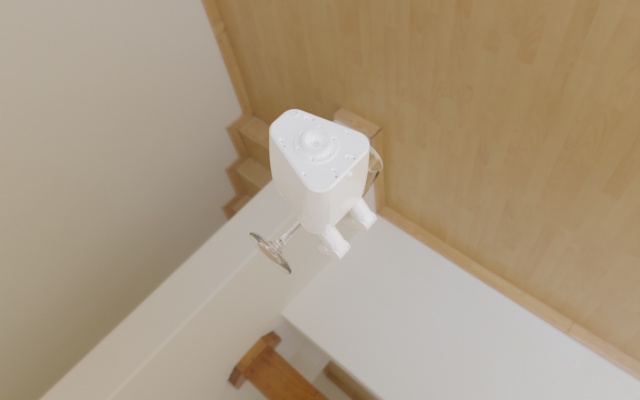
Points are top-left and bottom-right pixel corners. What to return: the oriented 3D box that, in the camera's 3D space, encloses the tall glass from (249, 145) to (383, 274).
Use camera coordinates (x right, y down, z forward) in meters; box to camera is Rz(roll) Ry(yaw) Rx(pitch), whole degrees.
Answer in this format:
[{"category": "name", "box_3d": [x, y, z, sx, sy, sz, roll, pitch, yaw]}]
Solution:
[{"category": "tall glass", "box_3d": [0.000, 0.003, 0.650, 0.201, 0.079, 0.079, -45, 20, -21]}]
